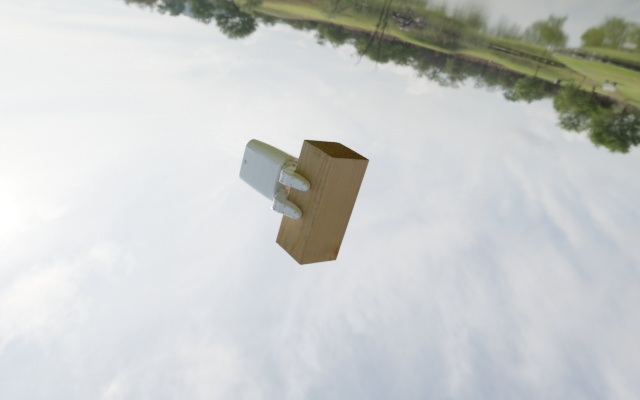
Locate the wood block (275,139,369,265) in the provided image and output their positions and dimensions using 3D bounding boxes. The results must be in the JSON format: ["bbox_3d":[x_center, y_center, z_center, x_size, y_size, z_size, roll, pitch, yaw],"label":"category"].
[{"bbox_3d":[0.000,0.003,0.870,0.091,0.206,0.090,-2,28,-41],"label":"wood block"}]
